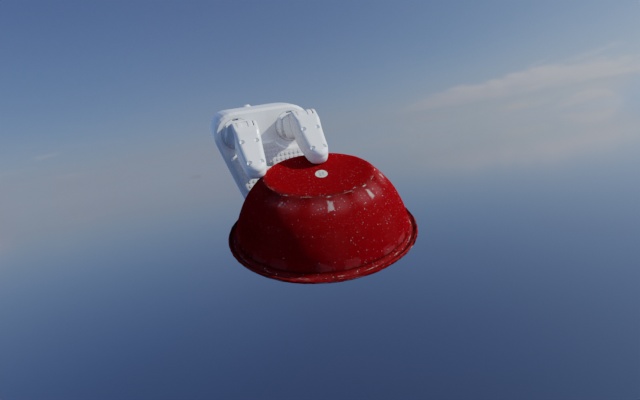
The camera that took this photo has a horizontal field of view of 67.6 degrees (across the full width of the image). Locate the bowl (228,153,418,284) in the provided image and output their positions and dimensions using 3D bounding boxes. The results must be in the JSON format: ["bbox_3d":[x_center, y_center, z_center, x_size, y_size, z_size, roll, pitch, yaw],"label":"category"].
[{"bbox_3d":[0.001,0.001,0.400,0.162,0.055,0.162,-3,26,2],"label":"bowl"}]
